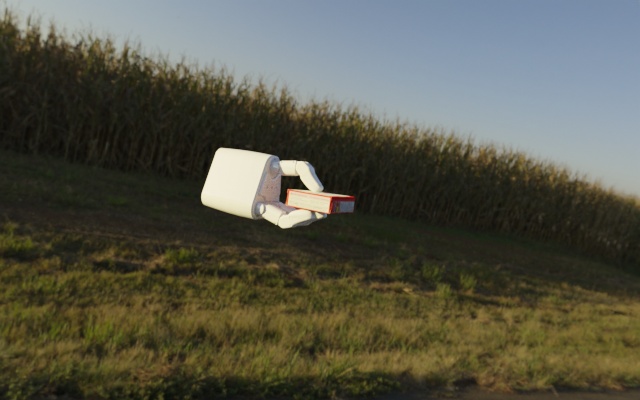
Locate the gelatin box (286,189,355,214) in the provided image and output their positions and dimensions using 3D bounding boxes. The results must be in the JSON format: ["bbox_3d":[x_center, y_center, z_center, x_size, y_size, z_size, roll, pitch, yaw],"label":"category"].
[{"bbox_3d":[0.000,0.002,0.778,0.089,0.030,0.073,9,4,34],"label":"gelatin box"}]
